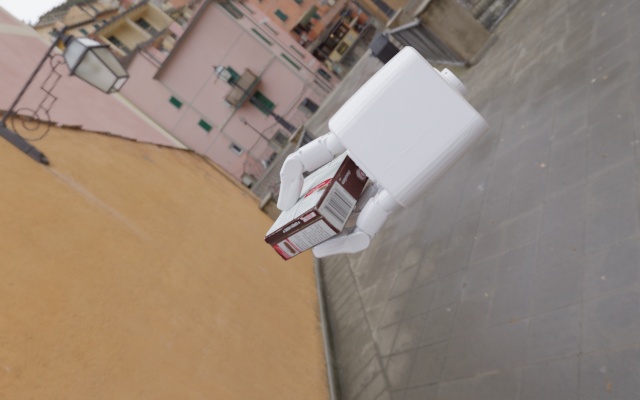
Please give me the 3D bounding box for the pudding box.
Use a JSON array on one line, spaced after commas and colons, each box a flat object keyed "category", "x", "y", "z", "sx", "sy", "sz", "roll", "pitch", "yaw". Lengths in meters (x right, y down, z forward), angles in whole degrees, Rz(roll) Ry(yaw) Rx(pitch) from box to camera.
[{"category": "pudding box", "x": 0.000, "y": 0.002, "z": 0.504, "sx": 0.090, "sy": 0.039, "sz": 0.113, "roll": -32, "pitch": 17, "yaw": 42}]
